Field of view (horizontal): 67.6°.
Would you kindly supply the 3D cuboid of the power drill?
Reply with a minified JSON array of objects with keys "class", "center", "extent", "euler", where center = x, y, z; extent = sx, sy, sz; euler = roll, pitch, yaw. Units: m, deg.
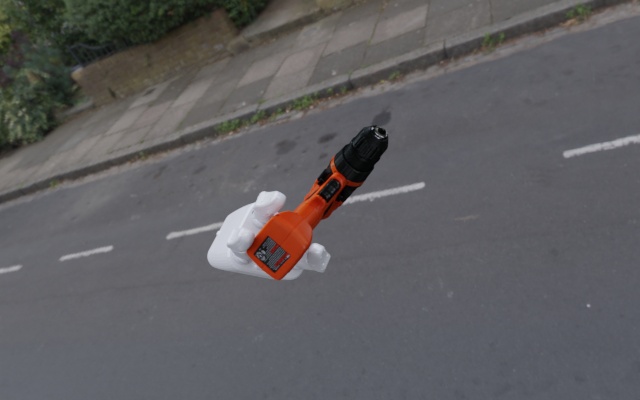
[{"class":"power drill","center":[0.000,0.002,0.592],"extent":[0.187,0.057,0.184],"euler":[-46,-5,-44]}]
